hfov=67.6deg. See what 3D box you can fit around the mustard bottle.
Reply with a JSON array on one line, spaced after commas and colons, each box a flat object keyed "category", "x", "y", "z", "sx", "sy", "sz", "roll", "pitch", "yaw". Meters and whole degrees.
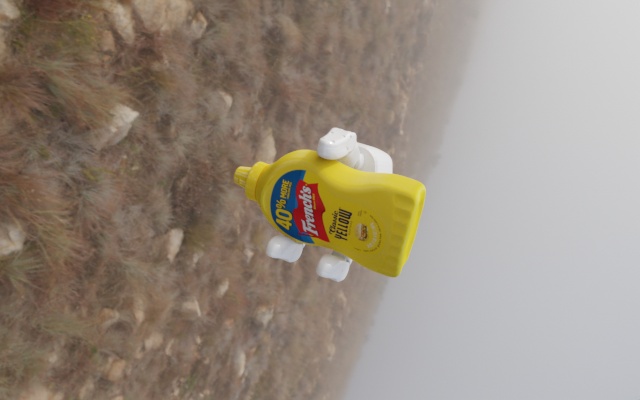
[{"category": "mustard bottle", "x": 0.000, "y": 0.002, "z": 0.472, "sx": 0.191, "sy": 0.096, "sz": 0.058, "roll": 19, "pitch": 34, "yaw": 18}]
